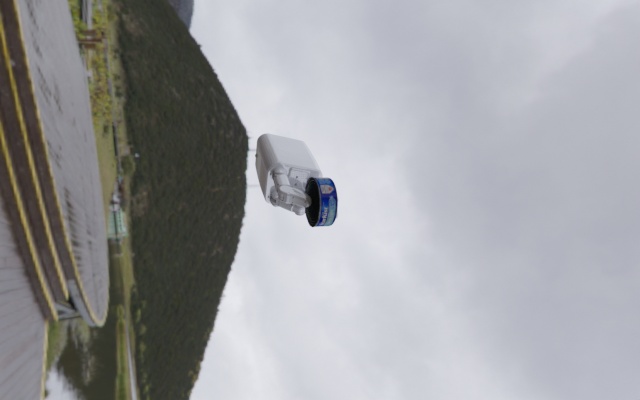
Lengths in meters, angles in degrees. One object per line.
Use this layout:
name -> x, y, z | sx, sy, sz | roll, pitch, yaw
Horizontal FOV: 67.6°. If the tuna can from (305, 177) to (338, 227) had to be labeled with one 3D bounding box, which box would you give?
tuna can -> 0.001, 0.003, 0.816 | 0.034, 0.086, 0.086 | -1, 0, -19
